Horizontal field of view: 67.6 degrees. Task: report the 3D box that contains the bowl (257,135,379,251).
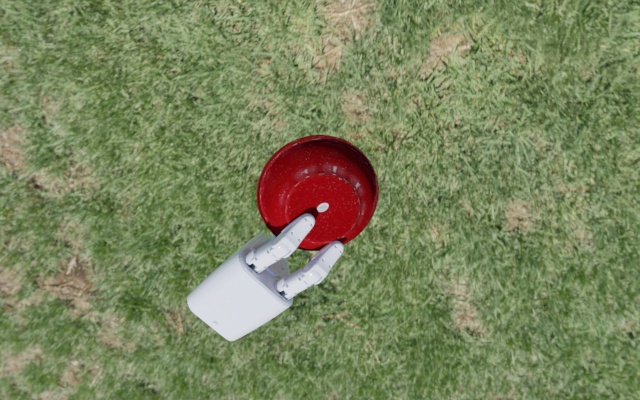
[{"bbox_3d":[0.001,0.001,0.602,0.162,0.162,0.055,0,20,-7],"label":"bowl"}]
